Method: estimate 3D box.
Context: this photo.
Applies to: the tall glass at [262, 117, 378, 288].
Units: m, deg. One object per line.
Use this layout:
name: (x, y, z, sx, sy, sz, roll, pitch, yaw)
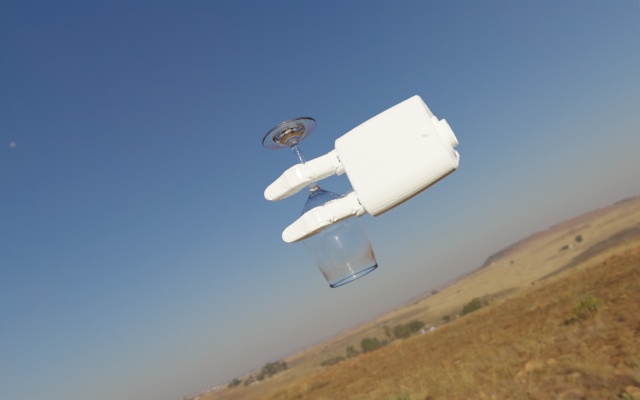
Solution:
tall glass: (0.000, 0.001, 0.581, 0.079, 0.201, 0.079, -23, -15, -6)
